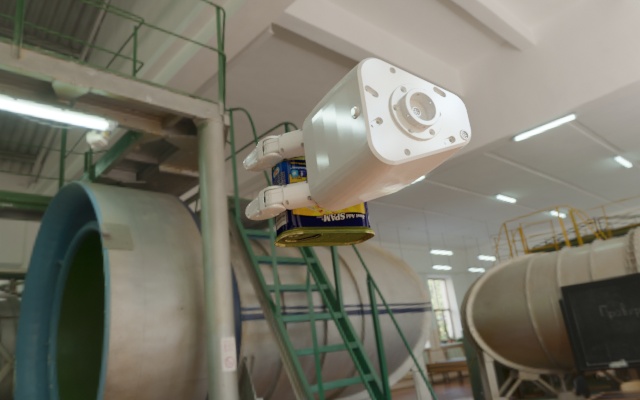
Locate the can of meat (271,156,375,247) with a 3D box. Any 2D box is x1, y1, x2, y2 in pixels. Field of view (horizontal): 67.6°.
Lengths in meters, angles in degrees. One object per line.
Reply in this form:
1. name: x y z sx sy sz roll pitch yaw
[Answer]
1. can of meat: 0.000 0.001 0.502 0.102 0.084 0.057 0 -18 -22
